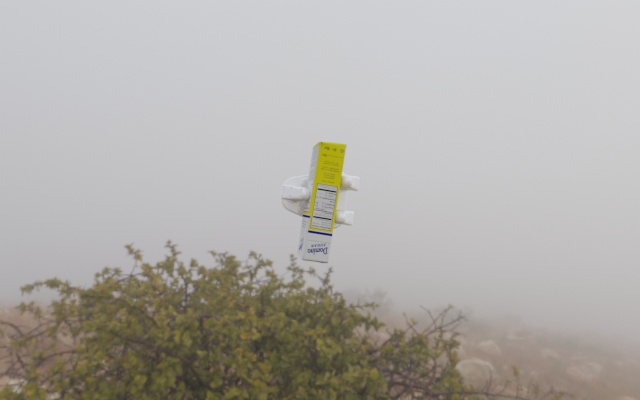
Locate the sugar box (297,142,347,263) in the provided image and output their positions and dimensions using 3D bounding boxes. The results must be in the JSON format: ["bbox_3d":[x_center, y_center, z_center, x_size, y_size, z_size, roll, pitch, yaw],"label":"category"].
[{"bbox_3d":[0.001,0.002,0.730,0.048,0.176,0.093,7,-1,-8],"label":"sugar box"}]
